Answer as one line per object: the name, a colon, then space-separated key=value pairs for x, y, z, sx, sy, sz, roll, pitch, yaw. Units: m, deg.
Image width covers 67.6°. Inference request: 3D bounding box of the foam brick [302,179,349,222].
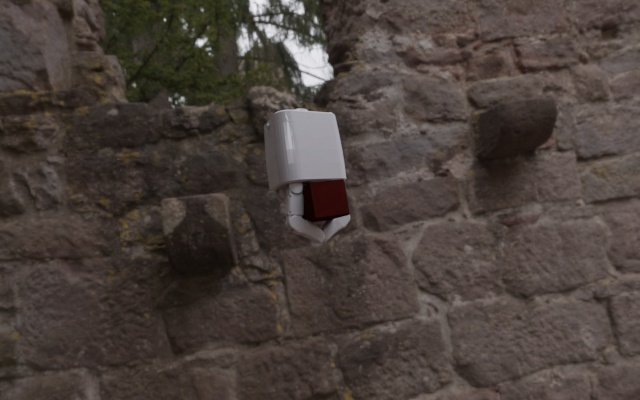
foam brick: x=0.000 y=0.002 z=0.684 sx=0.053 sy=0.051 sz=0.078 roll=-6 pitch=-6 yaw=-21
